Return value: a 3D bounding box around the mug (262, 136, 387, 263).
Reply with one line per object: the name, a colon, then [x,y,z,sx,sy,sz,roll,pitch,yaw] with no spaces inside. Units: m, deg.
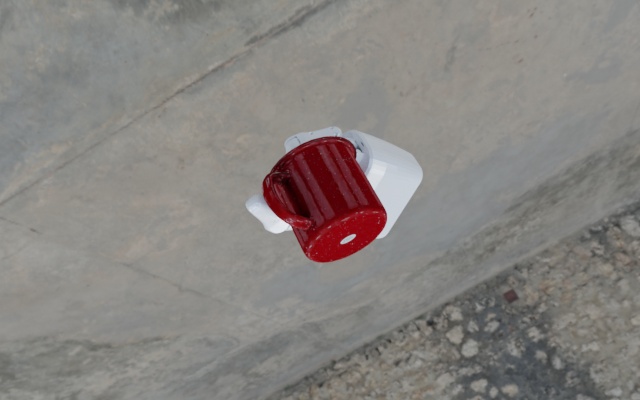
mug: [-0.001,0.001,0.426,0.117,0.081,0.093,8,-45,-46]
